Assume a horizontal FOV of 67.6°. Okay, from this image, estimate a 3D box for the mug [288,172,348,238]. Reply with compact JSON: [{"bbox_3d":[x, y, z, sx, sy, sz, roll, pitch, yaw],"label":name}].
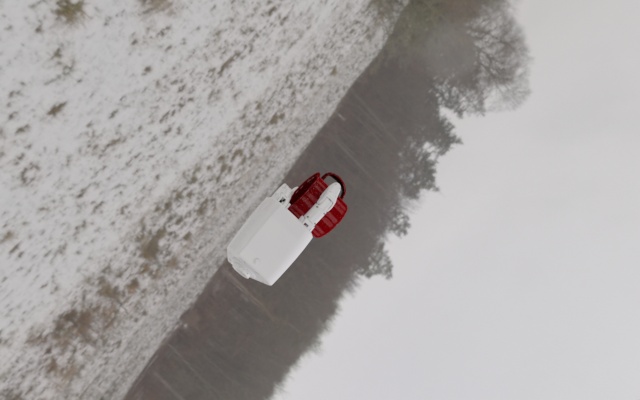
[{"bbox_3d":[0.001,0.002,0.847,0.081,0.117,0.093,45,-22,-12],"label":"mug"}]
